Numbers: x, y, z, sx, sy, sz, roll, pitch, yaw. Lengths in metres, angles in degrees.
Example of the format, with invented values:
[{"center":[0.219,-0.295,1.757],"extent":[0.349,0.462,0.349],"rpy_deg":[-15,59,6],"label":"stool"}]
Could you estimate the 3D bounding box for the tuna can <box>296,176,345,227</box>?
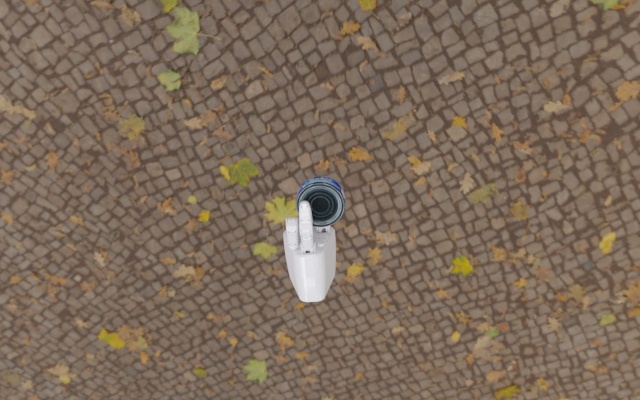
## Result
[{"center":[0.000,0.003,0.827],"extent":[0.086,0.086,0.033],"rpy_deg":[0,23,3],"label":"tuna can"}]
